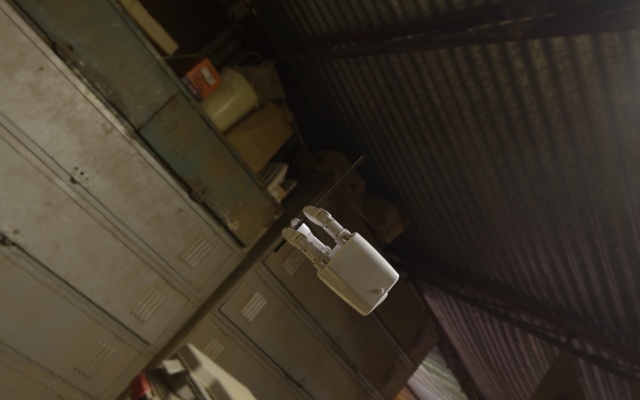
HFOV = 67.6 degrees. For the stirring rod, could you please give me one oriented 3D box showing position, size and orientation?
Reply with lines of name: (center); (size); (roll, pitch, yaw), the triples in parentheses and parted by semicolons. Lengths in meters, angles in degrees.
stirring rod: (0.000, 0.003, 0.849); (0.239, 0.011, 0.011); (-47, 16, -16)
